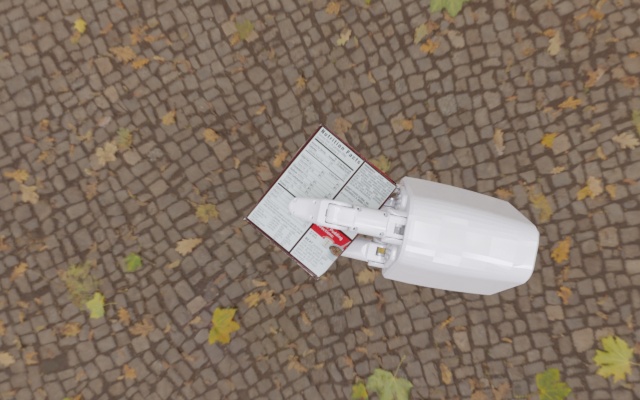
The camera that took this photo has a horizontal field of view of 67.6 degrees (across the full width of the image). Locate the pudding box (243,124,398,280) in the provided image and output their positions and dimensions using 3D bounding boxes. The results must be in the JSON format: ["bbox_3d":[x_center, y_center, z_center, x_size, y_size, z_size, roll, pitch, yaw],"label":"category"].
[{"bbox_3d":[0.000,0.001,0.434,0.090,0.113,0.039,40,-2,0],"label":"pudding box"}]
